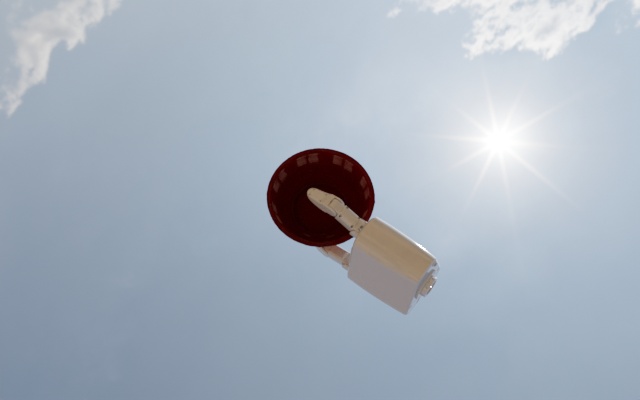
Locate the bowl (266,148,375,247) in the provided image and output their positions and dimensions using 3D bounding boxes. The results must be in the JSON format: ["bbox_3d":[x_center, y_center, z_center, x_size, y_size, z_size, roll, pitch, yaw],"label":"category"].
[{"bbox_3d":[-0.001,0.002,0.733,0.162,0.162,0.055,0,-24,-1],"label":"bowl"}]
